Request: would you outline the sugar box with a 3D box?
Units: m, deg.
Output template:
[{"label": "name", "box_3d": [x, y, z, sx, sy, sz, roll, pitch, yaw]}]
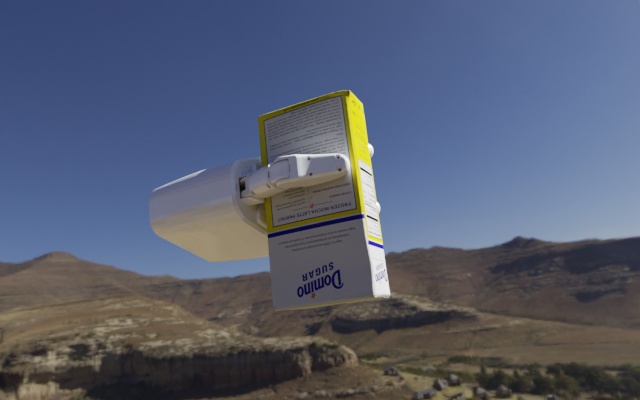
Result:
[{"label": "sugar box", "box_3d": [0.000, 0.001, 0.414, 0.093, 0.176, 0.048, -13, -14, 24]}]
